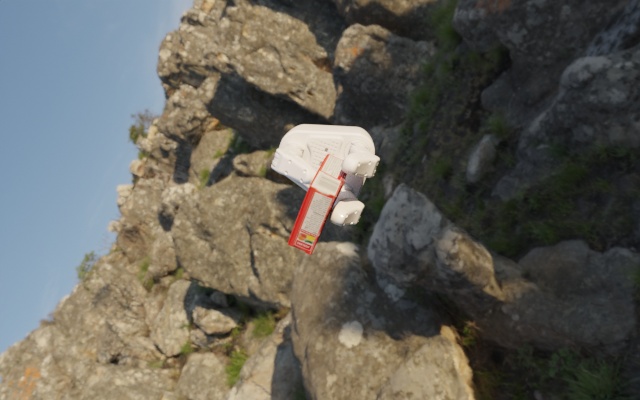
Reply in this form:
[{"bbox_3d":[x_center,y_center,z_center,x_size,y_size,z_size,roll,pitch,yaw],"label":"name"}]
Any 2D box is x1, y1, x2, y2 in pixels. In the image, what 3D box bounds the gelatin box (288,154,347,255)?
[{"bbox_3d":[0.000,0.002,0.496,0.030,0.073,0.089,23,29,1],"label":"gelatin box"}]
